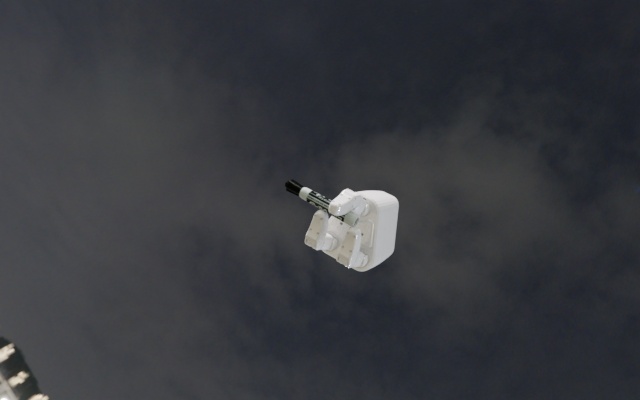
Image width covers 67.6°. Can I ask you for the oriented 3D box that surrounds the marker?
[{"bbox_3d":[0.000,0.002,0.665,0.121,0.020,0.020,28,12,23],"label":"marker"}]
